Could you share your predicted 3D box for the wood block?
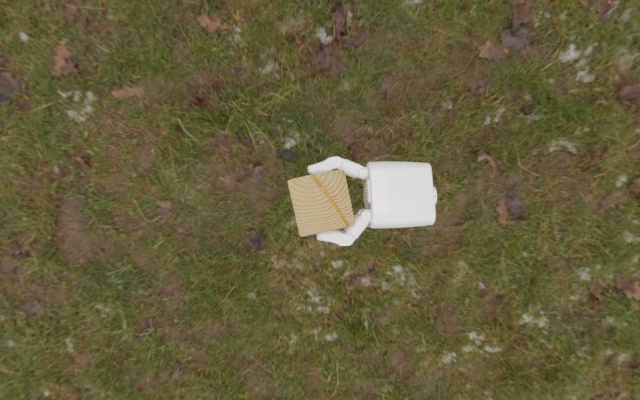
[{"bbox_3d":[0.000,0.002,0.826,0.090,0.091,0.206,-12,0,-1],"label":"wood block"}]
